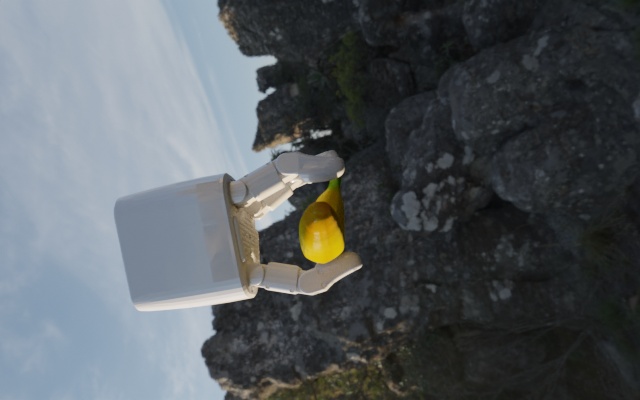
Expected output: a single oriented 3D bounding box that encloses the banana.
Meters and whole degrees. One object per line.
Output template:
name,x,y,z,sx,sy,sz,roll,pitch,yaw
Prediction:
banana,0.002,0.019,0.414,0.037,0.069,0.197,-4,10,4
